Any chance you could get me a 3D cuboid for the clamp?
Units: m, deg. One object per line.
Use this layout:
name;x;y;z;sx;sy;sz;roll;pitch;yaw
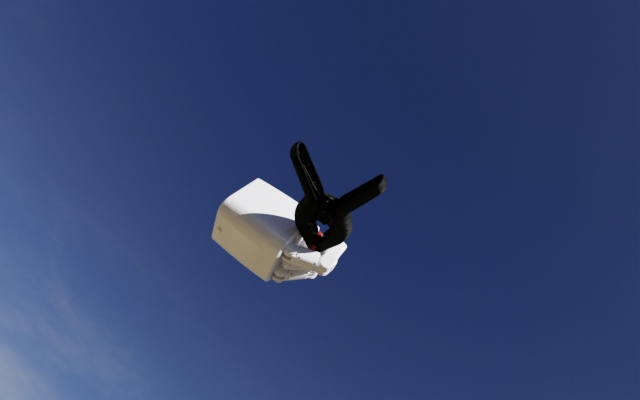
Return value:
clamp;0.000;0.002;0.608;0.120;0.172;0.039;33;44;6
